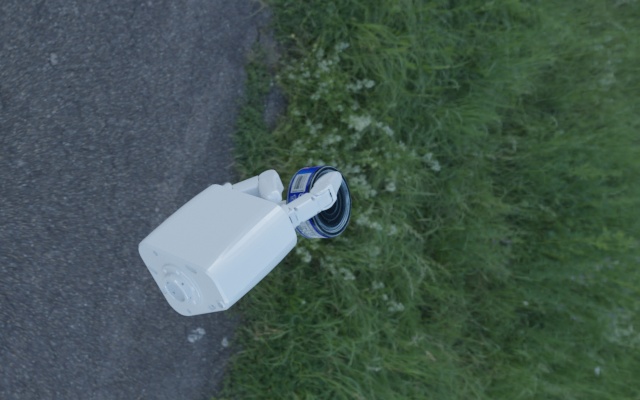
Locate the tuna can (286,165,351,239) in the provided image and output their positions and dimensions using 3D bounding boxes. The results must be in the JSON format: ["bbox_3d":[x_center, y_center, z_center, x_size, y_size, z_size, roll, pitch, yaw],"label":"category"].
[{"bbox_3d":[0.001,0.002,0.564,0.034,0.086,0.086,-5,-3,38],"label":"tuna can"}]
